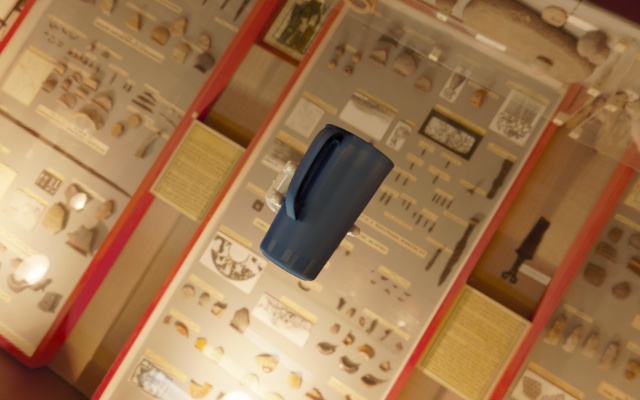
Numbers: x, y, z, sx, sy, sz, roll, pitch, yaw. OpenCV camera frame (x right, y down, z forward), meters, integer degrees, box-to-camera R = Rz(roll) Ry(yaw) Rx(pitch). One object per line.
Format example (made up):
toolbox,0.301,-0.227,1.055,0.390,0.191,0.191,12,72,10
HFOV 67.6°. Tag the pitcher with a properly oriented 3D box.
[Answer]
pitcher,0.000,0.003,0.780,0.149,0.243,0.145,32,-2,-14
